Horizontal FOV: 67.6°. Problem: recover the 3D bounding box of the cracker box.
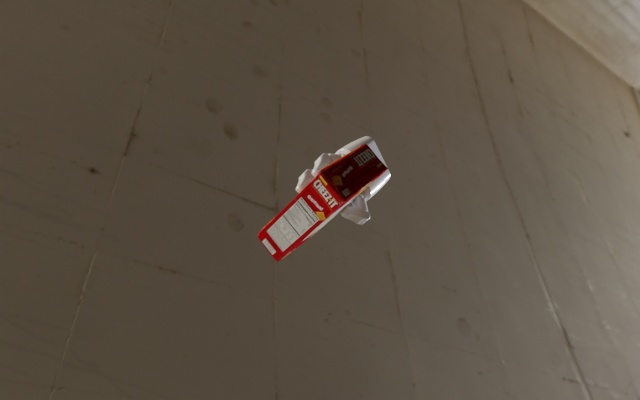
[{"bbox_3d":[0.000,0.003,0.869,0.214,0.072,0.164,-43,-5,40],"label":"cracker box"}]
